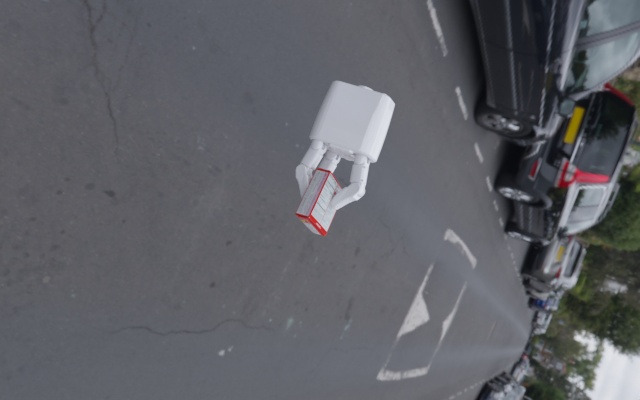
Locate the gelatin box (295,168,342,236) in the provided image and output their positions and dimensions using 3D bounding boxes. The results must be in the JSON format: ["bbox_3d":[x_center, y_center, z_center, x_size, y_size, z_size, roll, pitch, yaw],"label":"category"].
[{"bbox_3d":[0.000,0.003,0.779,0.030,0.089,0.073,14,-20,29],"label":"gelatin box"}]
